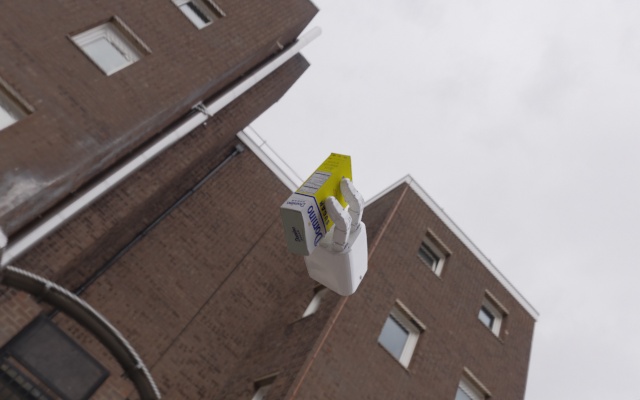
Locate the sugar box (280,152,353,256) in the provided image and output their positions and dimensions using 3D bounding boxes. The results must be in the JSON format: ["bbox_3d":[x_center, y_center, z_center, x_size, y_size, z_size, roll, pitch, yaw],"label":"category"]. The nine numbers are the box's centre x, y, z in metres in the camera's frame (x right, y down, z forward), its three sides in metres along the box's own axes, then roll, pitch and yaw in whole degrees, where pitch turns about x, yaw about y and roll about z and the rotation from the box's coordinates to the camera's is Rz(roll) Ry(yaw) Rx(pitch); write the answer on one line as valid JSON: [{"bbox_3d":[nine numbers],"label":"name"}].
[{"bbox_3d":[0.001,0.003,0.797,0.048,0.093,0.176,10,40,24],"label":"sugar box"}]
